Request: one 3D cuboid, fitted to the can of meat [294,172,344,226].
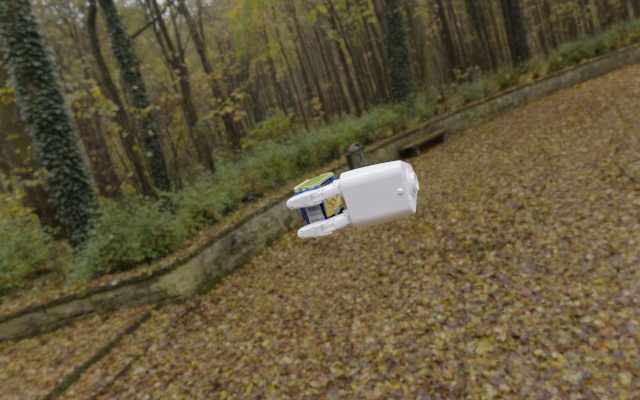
[{"bbox_3d":[0.000,0.002,0.860,0.057,0.084,0.102,-13,11,25],"label":"can of meat"}]
